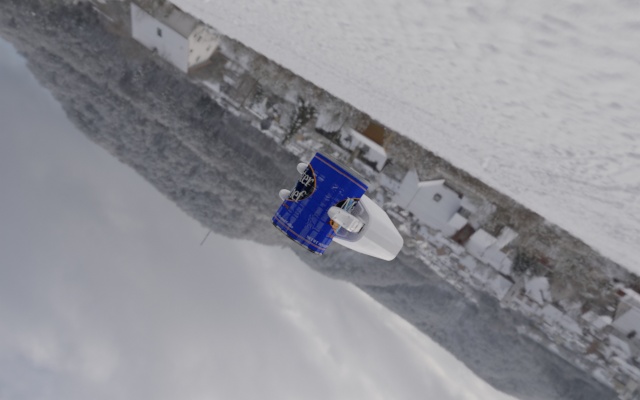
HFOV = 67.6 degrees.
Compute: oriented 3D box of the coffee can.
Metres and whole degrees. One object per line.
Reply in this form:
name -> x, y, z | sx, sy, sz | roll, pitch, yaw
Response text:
coffee can -> 0.000, 0.002, 0.771 | 0.103, 0.140, 0.103 | 34, 3, -2
